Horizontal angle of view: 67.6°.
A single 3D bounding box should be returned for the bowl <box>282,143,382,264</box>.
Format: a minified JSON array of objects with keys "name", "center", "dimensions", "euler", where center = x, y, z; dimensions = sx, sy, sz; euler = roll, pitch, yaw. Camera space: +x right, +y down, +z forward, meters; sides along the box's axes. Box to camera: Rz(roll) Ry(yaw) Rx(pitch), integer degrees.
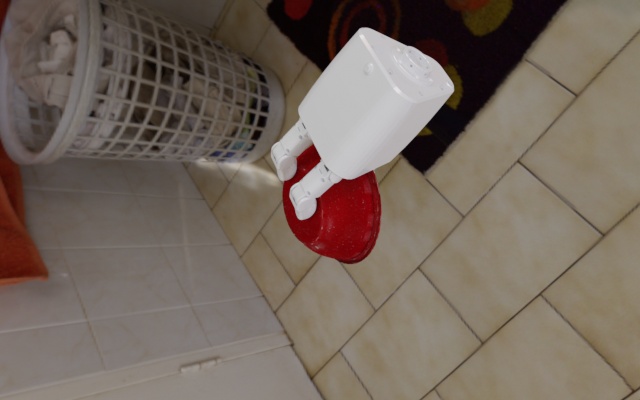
[{"name":"bowl","center":[-0.001,0.003,0.566],"dimensions":[0.055,0.162,0.162],"euler":[-11,6,-32]}]
